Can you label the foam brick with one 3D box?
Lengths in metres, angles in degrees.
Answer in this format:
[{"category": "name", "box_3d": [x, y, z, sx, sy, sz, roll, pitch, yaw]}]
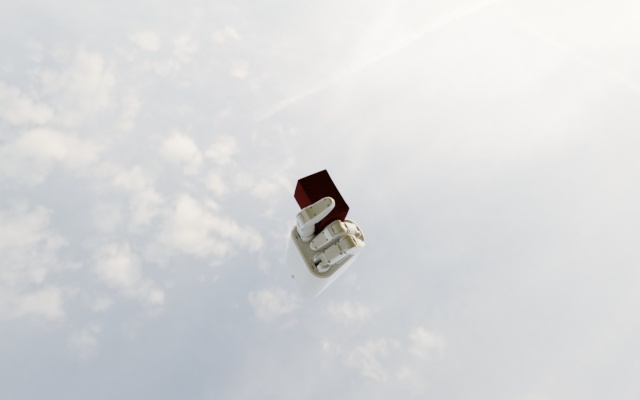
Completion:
[{"category": "foam brick", "box_3d": [0.000, 0.002, 0.735, 0.053, 0.078, 0.051, -20, -24, -22]}]
